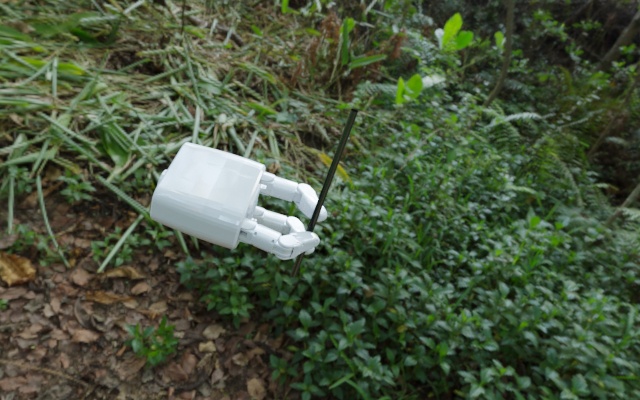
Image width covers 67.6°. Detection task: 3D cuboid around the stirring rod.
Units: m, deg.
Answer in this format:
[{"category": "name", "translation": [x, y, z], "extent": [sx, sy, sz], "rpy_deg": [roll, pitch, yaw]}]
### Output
[{"category": "stirring rod", "translation": [0.000, 0.002, 0.564], "extent": [0.011, 0.240, 0.011], "rpy_deg": [15, 32, -9]}]
